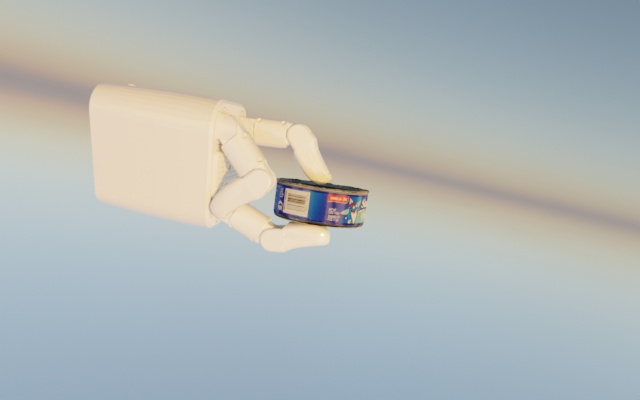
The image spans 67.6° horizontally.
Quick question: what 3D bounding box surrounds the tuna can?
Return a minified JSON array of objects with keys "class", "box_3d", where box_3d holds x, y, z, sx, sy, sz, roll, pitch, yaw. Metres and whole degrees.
[{"class":"tuna can","box_3d":[0.000,0.002,0.440,0.086,0.034,0.086,8,5,-1]}]
